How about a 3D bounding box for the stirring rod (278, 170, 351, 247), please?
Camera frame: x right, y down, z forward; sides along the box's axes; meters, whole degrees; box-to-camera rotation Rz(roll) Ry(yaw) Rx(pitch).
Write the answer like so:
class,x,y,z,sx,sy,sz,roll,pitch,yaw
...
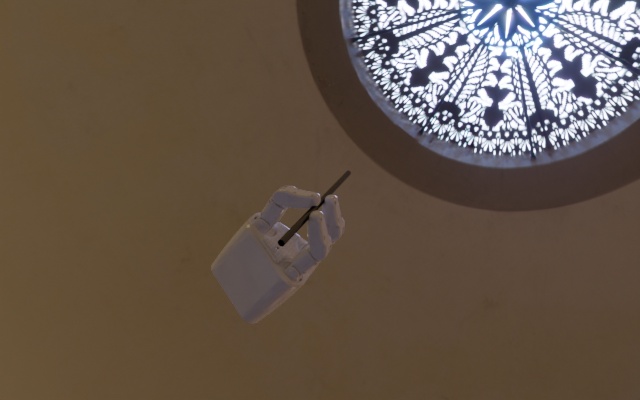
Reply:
class,x,y,z,sx,sy,sz,roll,pitch,yaw
stirring rod,0.000,0.002,0.608,0.011,0.011,0.239,0,21,22
